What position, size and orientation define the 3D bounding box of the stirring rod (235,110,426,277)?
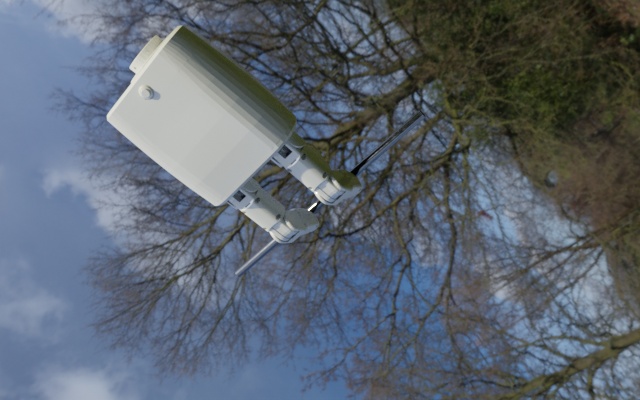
[{"bbox_3d":[0.000,0.001,0.438,0.239,0.011,0.011,-41,-19,23],"label":"stirring rod"}]
